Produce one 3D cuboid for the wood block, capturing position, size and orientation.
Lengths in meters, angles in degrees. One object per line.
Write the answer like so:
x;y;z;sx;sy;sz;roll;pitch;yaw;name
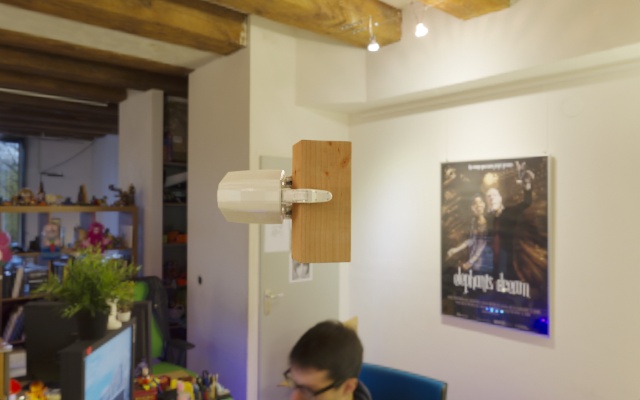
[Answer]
0.000;0.003;0.840;0.090;0.206;0.091;0;-1;-14;wood block
